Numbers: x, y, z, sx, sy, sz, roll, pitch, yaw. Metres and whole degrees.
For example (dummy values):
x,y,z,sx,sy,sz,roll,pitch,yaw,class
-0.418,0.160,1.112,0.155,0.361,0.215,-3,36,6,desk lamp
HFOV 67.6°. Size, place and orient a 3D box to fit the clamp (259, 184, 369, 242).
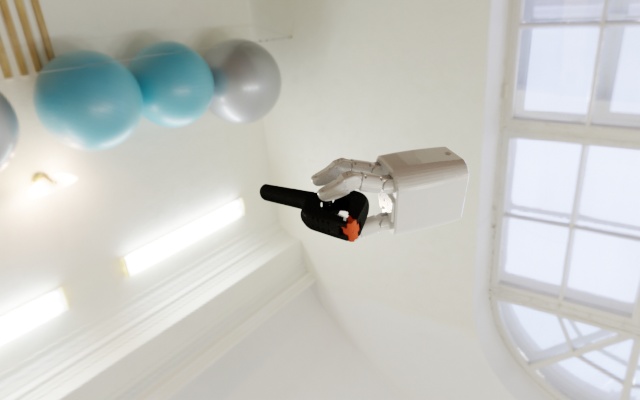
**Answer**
x,y,z,sx,sy,sz,roll,pitch,yaw,class
0.001,0.003,0.676,0.164,0.036,0.210,-13,25,-5,clamp
